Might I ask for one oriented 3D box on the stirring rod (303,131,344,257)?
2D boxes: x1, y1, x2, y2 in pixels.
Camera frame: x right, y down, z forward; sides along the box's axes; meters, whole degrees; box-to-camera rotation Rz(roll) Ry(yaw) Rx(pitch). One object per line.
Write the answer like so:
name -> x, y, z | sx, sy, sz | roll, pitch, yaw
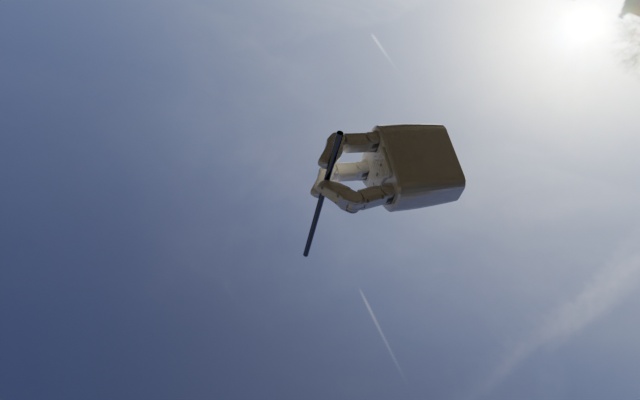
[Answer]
stirring rod -> 0.000, 0.002, 0.636 | 0.011, 0.011, 0.240 | 0, -42, -14
